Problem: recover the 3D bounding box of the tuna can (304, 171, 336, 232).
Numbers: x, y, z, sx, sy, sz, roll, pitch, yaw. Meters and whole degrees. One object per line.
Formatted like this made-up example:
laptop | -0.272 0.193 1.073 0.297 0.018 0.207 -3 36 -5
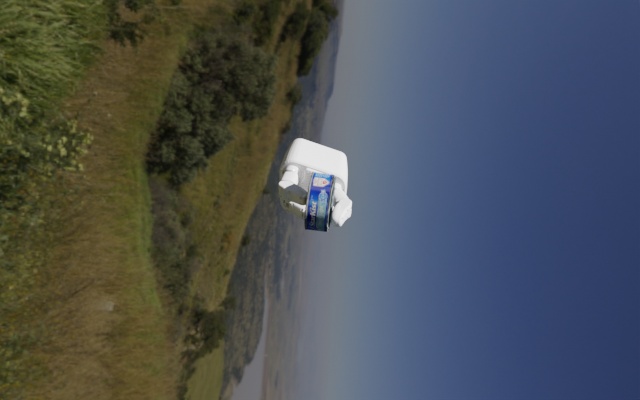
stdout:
tuna can | 0.001 0.002 0.694 0.034 0.086 0.086 7 0 5
